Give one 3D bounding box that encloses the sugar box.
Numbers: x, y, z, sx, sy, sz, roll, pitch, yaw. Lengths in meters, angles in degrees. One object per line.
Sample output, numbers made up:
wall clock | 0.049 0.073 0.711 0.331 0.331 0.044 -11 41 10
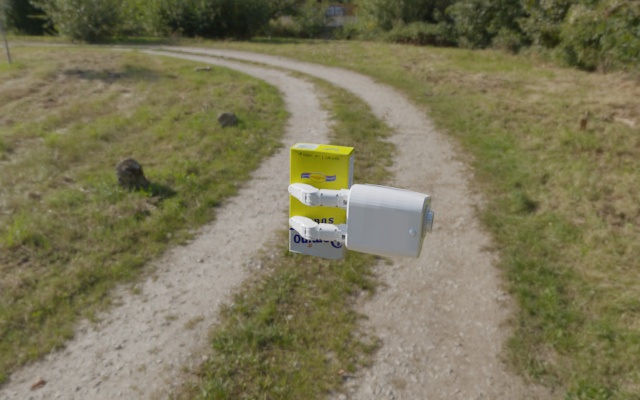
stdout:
sugar box | 0.000 0.003 0.743 0.093 0.176 0.048 7 21 15
